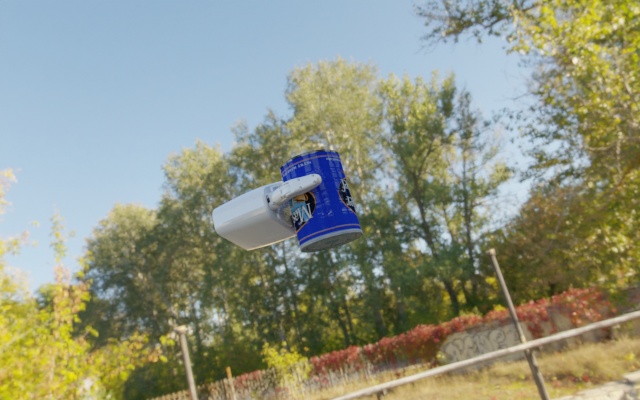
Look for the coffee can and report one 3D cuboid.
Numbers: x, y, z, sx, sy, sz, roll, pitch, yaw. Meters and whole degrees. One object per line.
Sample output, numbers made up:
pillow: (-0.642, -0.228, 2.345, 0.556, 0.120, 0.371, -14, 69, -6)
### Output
coffee can: (0.000, 0.003, 0.771, 0.103, 0.140, 0.103, -14, -15, -4)
